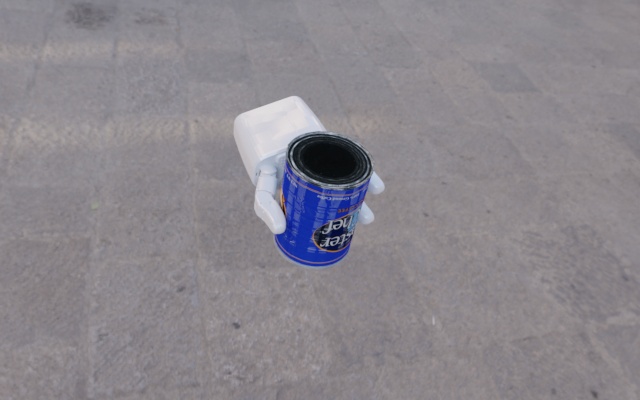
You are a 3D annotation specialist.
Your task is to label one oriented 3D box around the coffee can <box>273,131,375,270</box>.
[{"bbox_3d":[0.000,0.002,0.585,0.103,0.140,0.102,7,43,-6],"label":"coffee can"}]
